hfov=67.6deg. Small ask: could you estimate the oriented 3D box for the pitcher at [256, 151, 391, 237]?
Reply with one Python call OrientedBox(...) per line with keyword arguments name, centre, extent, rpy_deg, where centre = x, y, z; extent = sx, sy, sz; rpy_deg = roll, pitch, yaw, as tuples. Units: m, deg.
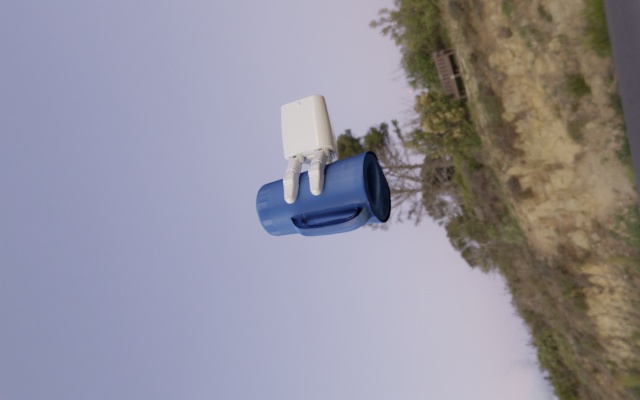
OrientedBox(name="pitcher", centre=(0.000, 0.003, 0.898), extent=(0.243, 0.145, 0.149), rpy_deg=(-13, -12, 25))
